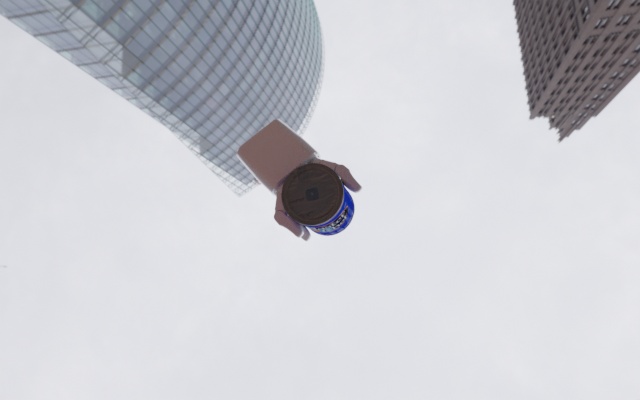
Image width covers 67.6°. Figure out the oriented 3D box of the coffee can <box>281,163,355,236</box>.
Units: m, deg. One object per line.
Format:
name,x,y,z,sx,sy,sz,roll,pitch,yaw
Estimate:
coffee can,0.000,0.003,0.831,0.103,0.102,0.140,0,-11,12
